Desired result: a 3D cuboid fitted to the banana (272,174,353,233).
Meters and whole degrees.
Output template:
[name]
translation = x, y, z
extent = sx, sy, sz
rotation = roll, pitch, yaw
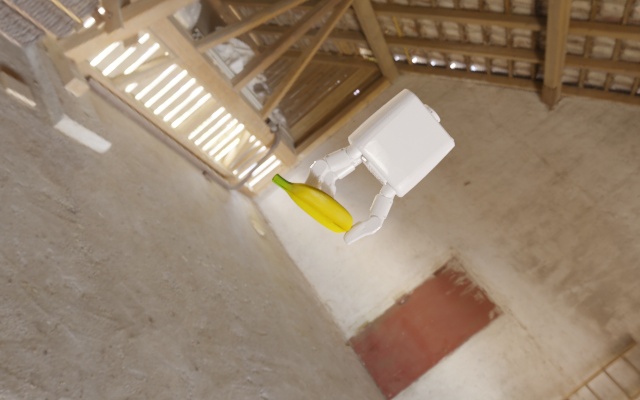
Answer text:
[banana]
translation = 0.010, 0.013, 0.648
extent = 0.069, 0.037, 0.198
rotation = 47, 4, 31
